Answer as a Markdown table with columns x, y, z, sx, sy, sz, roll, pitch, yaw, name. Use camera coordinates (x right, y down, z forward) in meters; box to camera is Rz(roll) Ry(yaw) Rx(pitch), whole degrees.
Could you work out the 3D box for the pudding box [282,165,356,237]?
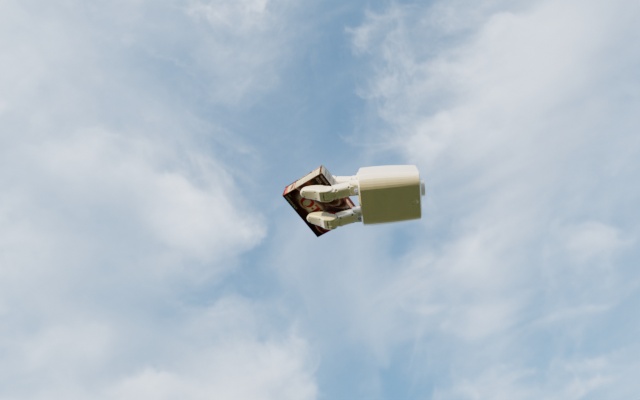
| x | y | z | sx | sy | sz | roll | pitch | yaw | name |
| --- | --- | --- | --- | --- | --- | --- | --- | --- | --- |
| 0.000 | 0.003 | 0.874 | 0.090 | 0.113 | 0.039 | -30 | 22 | 22 | pudding box |
